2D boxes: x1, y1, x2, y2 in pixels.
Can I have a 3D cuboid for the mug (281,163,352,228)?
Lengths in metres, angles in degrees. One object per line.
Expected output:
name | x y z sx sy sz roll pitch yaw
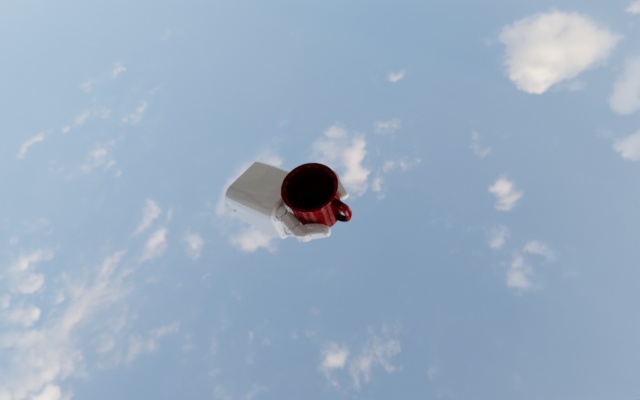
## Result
mug | 0.001 0.003 0.779 0.117 0.093 0.081 22 -23 24
